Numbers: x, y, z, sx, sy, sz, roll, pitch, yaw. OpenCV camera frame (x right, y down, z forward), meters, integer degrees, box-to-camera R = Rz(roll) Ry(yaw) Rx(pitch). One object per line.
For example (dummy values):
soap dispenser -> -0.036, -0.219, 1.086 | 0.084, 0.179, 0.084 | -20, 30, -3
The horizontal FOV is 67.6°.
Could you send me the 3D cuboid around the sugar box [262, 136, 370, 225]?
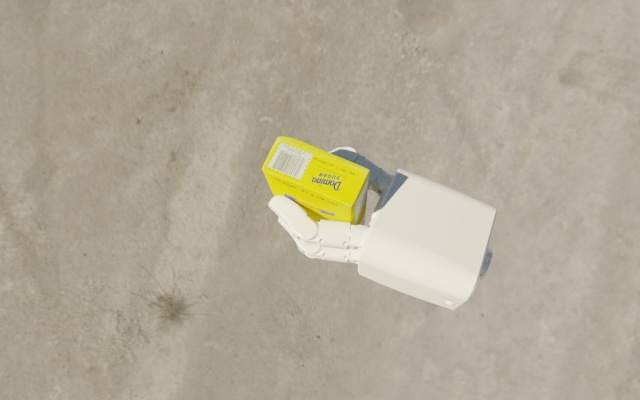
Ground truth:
sugar box -> 0.000, 0.002, 0.507 | 0.093, 0.048, 0.176 | 23, -19, 12
